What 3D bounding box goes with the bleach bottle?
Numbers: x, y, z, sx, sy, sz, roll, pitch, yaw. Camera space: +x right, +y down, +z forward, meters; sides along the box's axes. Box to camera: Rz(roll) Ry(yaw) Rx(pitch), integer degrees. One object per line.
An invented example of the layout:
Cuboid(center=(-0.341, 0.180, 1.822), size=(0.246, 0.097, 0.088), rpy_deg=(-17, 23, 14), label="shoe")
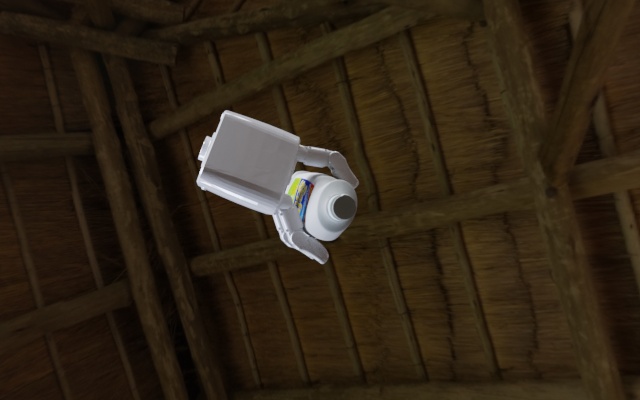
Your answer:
Cuboid(center=(0.000, 0.002, 0.663), size=(0.068, 0.102, 0.251), rpy_deg=(21, -6, -13), label="bleach bottle")
